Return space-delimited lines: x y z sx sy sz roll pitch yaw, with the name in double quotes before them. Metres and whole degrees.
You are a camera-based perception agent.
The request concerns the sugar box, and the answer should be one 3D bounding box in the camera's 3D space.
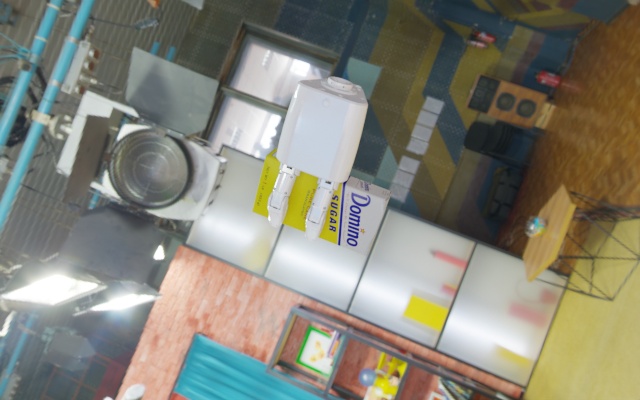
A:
"sugar box" 0.000 0.002 0.667 0.176 0.093 0.048 21 25 9
